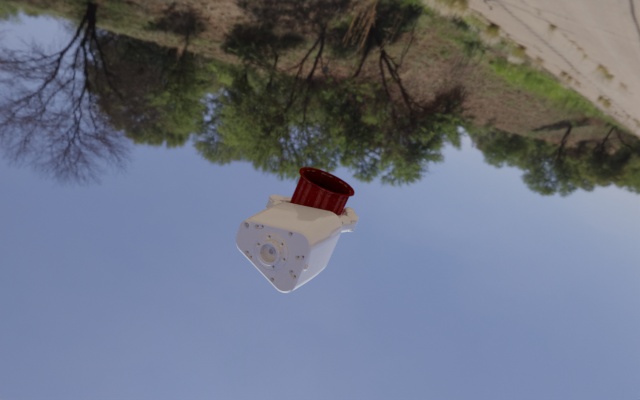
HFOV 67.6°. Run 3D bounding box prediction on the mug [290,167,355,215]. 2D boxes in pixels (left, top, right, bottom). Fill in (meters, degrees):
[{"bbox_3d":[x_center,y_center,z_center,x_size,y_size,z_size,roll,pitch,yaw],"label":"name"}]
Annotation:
[{"bbox_3d":[0.001,0.002,0.763,0.093,0.081,0.117,29,20,16],"label":"mug"}]
